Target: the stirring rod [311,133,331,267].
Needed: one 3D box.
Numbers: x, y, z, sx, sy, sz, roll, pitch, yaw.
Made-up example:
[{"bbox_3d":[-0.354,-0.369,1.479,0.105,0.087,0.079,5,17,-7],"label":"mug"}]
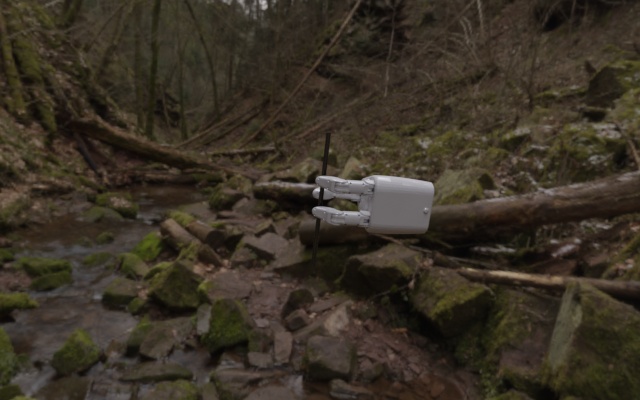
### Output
[{"bbox_3d":[0.000,0.003,0.832,0.011,0.239,0.011,6,14,-2],"label":"stirring rod"}]
